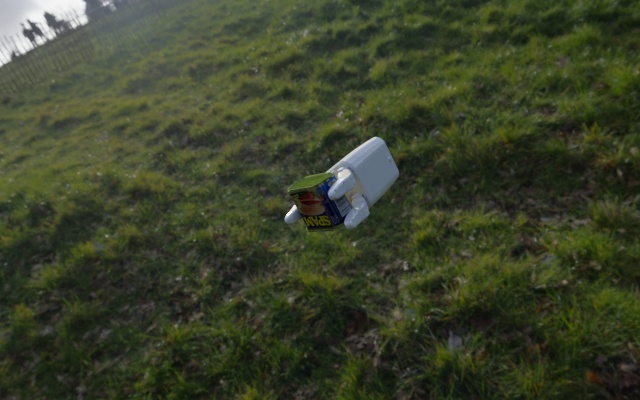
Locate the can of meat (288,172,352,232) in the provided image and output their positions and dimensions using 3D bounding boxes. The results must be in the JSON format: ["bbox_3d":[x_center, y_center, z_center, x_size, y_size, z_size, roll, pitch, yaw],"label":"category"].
[{"bbox_3d":[0.000,0.002,0.809,0.057,0.084,0.102,-38,19,-33],"label":"can of meat"}]
